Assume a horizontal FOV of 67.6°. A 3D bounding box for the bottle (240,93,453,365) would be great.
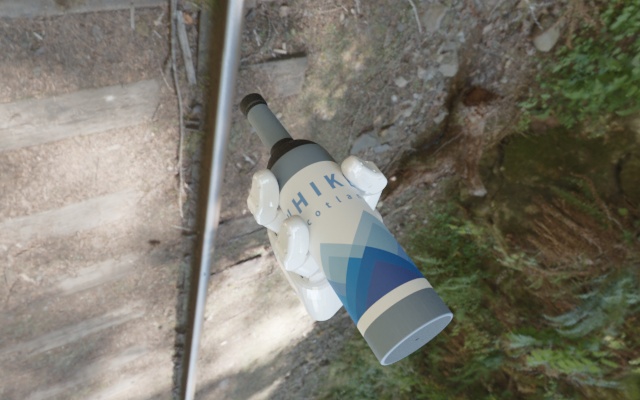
[{"bbox_3d":[0.000,0.002,0.434,0.069,0.295,0.069,-26,-31,-17],"label":"bottle"}]
